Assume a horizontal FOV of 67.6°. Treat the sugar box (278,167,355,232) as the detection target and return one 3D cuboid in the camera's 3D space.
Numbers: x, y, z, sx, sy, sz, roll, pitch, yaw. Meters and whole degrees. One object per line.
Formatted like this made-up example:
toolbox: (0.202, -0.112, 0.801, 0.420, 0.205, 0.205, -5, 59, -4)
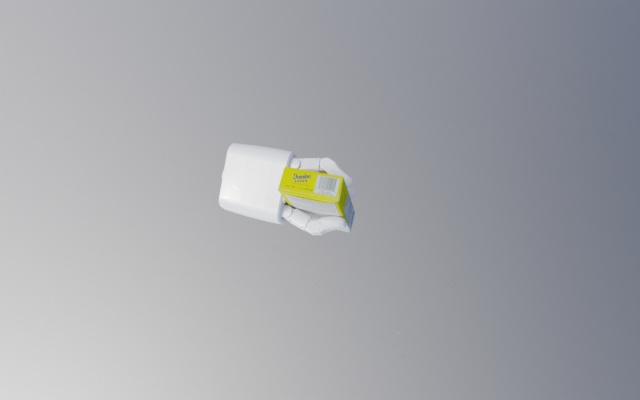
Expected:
sugar box: (0.000, 0.002, 0.764, 0.093, 0.048, 0.176, 11, -13, 12)
